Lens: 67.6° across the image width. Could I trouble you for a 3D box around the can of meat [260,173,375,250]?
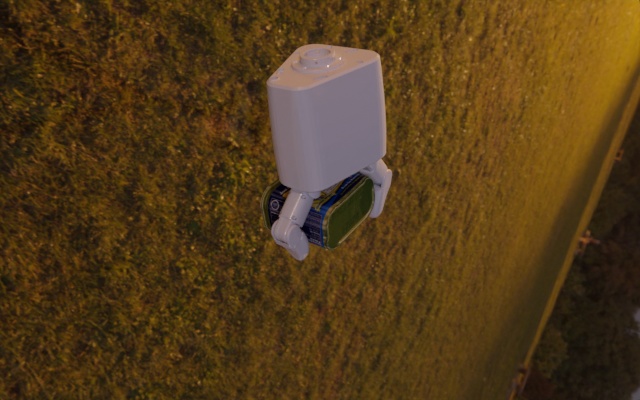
[{"bbox_3d":[0.000,0.002,0.522,0.084,0.057,0.102,18,41,31],"label":"can of meat"}]
